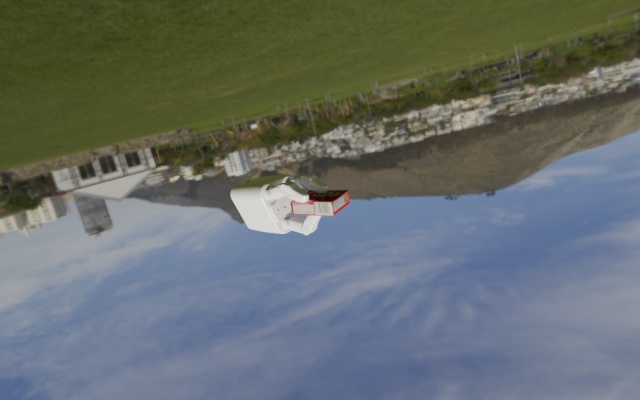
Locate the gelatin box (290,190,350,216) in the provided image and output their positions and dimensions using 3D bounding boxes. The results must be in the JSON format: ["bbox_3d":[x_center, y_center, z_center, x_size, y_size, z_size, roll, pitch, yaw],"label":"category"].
[{"bbox_3d":[0.001,0.003,0.893,0.089,0.030,0.073,1,18,29],"label":"gelatin box"}]
